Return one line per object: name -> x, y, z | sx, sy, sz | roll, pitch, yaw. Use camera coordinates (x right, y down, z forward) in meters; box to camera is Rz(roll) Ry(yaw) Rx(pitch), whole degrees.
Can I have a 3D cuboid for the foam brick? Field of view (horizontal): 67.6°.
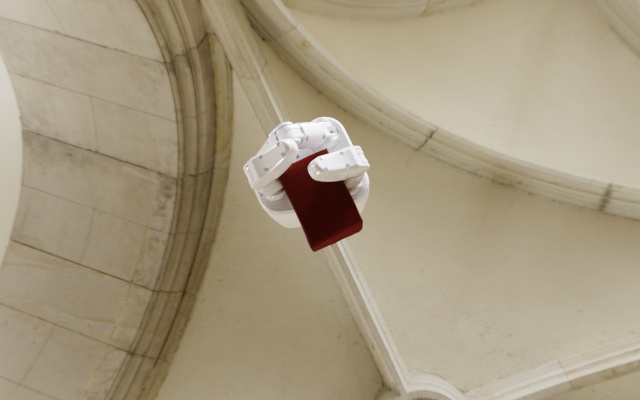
foam brick -> 0.000, 0.002, 0.442 | 0.053, 0.078, 0.051 | -24, -14, -3
